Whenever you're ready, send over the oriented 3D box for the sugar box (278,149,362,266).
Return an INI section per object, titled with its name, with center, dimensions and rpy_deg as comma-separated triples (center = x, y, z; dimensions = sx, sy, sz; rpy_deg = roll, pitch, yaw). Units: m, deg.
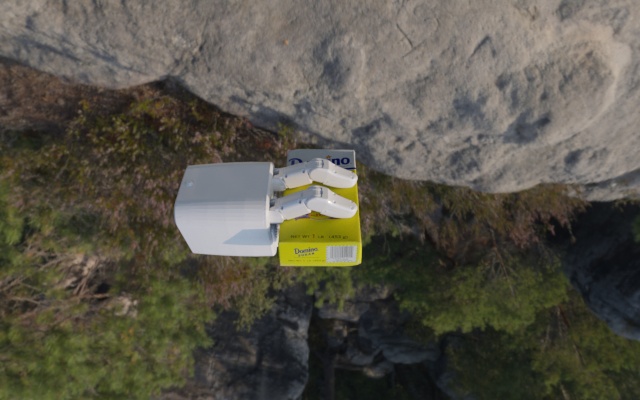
[sugar box]
center = 0.000, 0.002, 0.590
dimensions = 0.093, 0.048, 0.176
rpy_deg = 0, 44, 0
